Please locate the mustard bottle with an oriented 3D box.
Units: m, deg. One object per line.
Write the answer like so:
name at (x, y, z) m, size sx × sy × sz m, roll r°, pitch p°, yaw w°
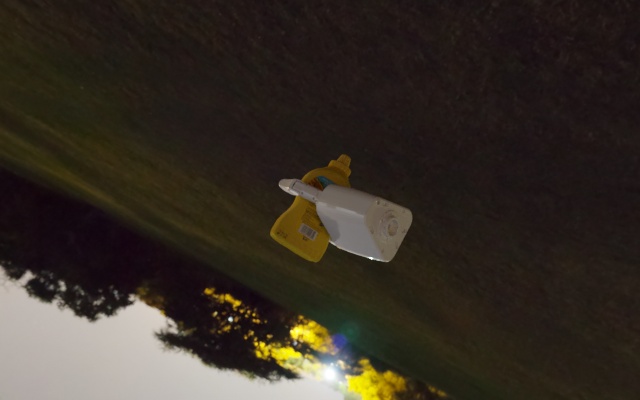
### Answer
mustard bottle at (0.000, 0.003, 0.826) m, size 0.096 × 0.191 × 0.058 m, roll 34°, pitch -14°, yaw -16°
